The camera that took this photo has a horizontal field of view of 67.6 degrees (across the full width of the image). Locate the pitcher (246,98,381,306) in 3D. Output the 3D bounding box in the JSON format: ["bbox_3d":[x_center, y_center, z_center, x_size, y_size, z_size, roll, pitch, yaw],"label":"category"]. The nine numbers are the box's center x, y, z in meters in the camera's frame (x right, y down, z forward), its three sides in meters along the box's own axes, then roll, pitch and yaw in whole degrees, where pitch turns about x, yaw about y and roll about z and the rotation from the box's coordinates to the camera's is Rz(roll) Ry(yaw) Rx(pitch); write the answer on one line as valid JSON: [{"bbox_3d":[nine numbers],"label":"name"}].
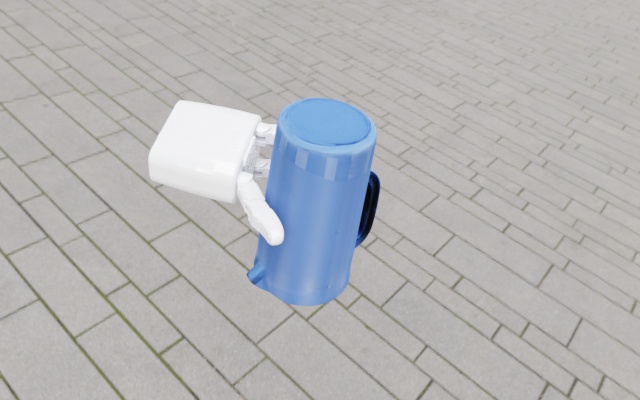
[{"bbox_3d":[0.000,0.002,0.585,0.145,0.243,0.149,15,41,4],"label":"pitcher"}]
